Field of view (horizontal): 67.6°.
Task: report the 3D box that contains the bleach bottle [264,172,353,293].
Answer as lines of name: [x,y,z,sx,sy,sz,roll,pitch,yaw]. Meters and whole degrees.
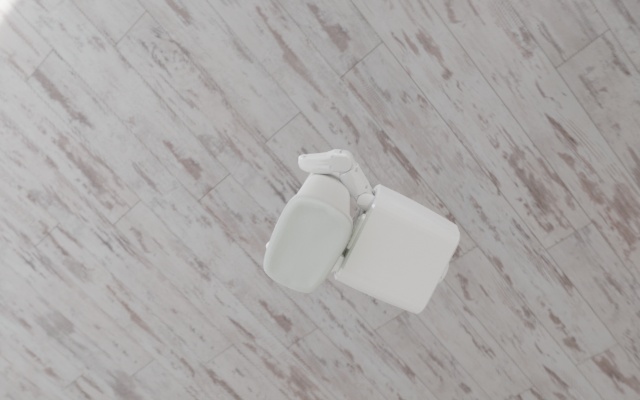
bleach bottle: [0.000,0.002,0.562,0.068,0.103,0.250,26,22,-3]
